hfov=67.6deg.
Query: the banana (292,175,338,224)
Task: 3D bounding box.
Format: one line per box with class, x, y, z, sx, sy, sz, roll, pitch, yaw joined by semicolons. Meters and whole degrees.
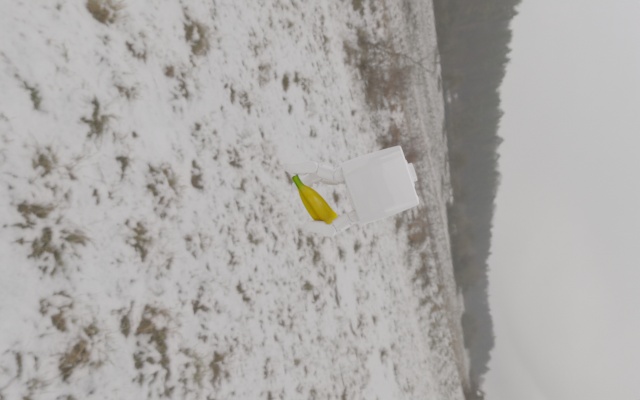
banana;0.004;0.017;0.882;0.037;0.069;0.198;-22;-28;9
